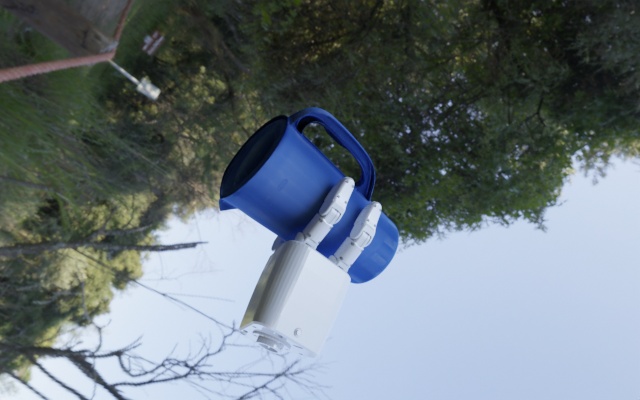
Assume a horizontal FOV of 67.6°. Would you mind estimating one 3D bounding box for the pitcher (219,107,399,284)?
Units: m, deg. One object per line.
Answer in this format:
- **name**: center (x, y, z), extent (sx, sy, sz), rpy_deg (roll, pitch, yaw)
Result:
- **pitcher**: center (0.000, 0.002, 0.643), extent (0.243, 0.145, 0.149), rpy_deg (39, -32, -25)
